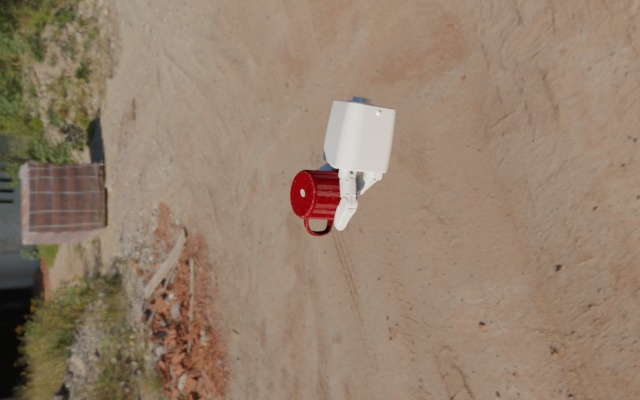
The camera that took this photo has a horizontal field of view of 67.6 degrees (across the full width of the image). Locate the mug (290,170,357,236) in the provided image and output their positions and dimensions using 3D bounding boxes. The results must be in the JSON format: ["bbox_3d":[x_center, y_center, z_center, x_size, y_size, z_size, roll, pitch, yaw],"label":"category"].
[{"bbox_3d":[0.000,0.004,0.803,0.081,0.117,0.093,2,11,-33],"label":"mug"}]
